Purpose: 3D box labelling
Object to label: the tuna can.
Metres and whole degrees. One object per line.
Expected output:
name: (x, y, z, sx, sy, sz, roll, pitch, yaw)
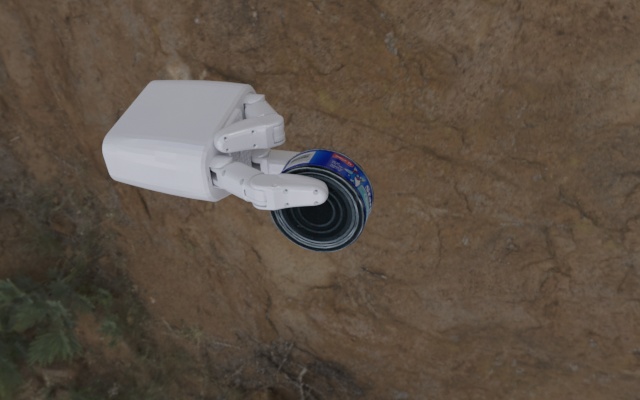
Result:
tuna can: (0.000, 0.002, 0.405, 0.086, 0.086, 0.033, 0, 30, 19)
